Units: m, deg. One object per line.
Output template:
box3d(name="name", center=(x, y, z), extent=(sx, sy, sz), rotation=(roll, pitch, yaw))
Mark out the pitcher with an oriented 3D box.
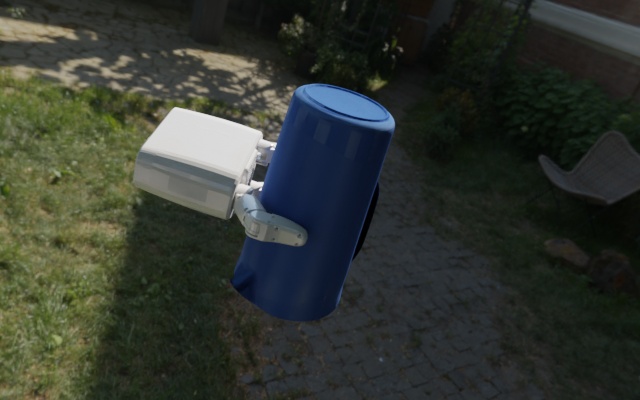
box3d(name="pitcher", center=(0.000, 0.002, 0.537), extent=(0.145, 0.243, 0.149), rotation=(18, 28, -2))
